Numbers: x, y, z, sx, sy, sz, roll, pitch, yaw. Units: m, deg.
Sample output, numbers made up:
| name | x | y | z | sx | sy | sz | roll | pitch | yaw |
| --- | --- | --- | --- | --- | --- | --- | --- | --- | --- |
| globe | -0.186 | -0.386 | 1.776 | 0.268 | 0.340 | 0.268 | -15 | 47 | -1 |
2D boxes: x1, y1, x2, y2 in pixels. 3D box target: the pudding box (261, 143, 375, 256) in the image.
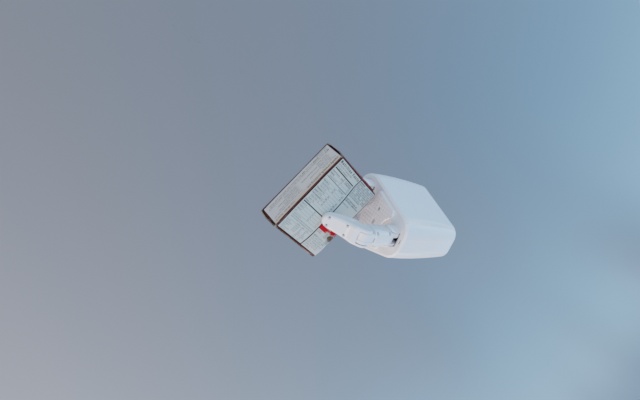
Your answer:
| name | x | y | z | sx | sy | sz | roll | pitch | yaw |
| --- | --- | --- | --- | --- | --- | --- | --- | --- | --- |
| pudding box | 0.000 | 0.002 | 0.566 | 0.039 | 0.113 | 0.090 | 42 | -2 | 45 |
